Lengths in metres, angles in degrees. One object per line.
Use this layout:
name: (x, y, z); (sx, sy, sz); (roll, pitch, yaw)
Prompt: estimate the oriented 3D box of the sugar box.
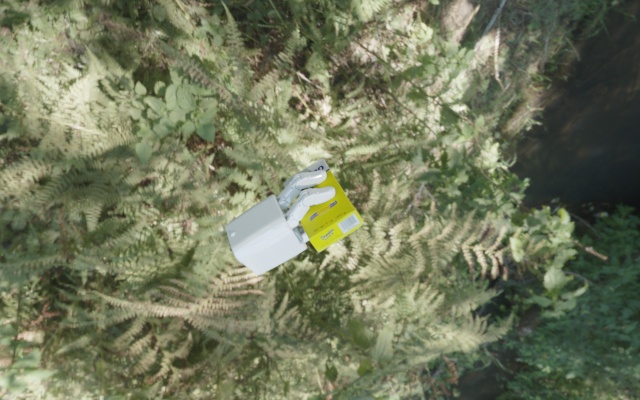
sugar box: (0.000, 0.003, 0.850); (0.093, 0.048, 0.176); (-32, 42, 1)
